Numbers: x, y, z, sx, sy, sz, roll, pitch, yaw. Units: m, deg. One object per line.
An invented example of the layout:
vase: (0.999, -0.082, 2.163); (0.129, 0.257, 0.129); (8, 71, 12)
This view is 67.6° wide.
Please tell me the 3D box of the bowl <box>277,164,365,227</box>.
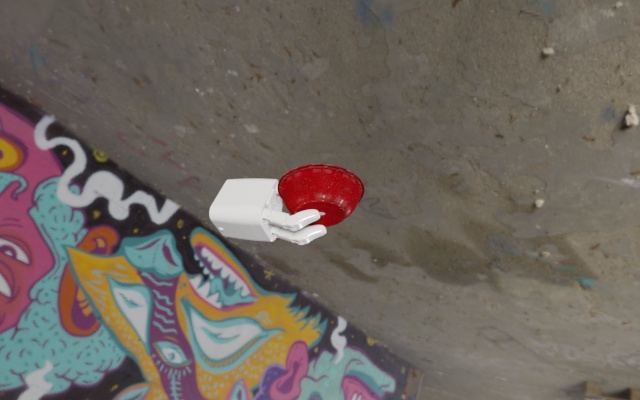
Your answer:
bowl: (0.001, 0.003, 0.867); (0.162, 0.055, 0.162); (1, -33, 1)
